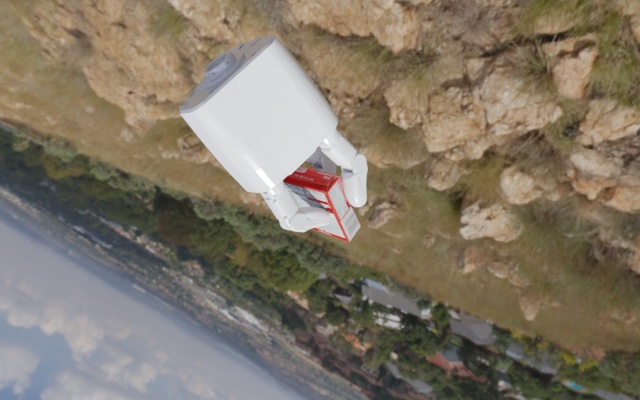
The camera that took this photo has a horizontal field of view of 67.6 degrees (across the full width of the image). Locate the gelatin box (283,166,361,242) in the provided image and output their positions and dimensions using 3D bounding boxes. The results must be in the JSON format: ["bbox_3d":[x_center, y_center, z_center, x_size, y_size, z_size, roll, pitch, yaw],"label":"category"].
[{"bbox_3d":[0.000,0.002,0.555,0.073,0.030,0.089,17,-33,38],"label":"gelatin box"}]
